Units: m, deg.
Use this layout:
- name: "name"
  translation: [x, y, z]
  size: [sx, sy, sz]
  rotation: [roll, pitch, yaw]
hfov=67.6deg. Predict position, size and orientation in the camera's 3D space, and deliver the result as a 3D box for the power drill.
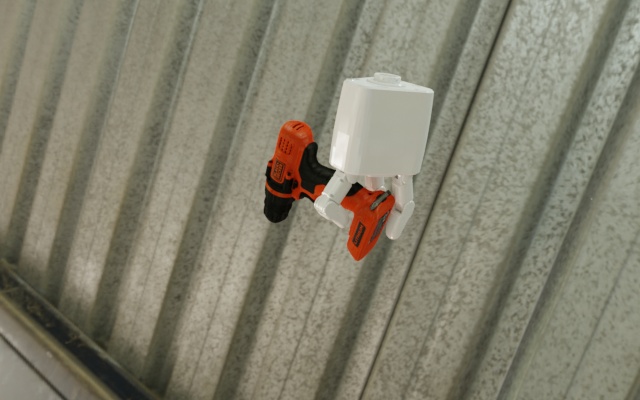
- name: "power drill"
  translation: [0.001, 0.002, 0.678]
  size: [0.187, 0.185, 0.057]
  rotation: [34, 46, 16]
